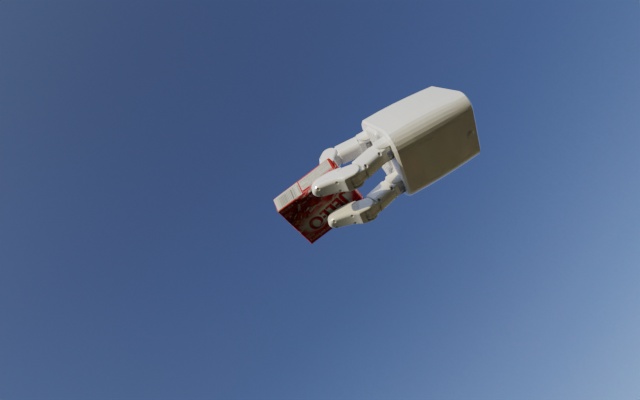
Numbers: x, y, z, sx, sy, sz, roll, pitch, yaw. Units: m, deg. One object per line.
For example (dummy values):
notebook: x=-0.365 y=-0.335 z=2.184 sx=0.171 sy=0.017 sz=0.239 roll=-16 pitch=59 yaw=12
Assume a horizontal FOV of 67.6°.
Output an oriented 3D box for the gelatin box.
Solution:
gelatin box: x=0.000 y=0.002 z=0.586 sx=0.073 sy=0.089 sz=0.030 roll=47 pitch=11 yaw=-38
